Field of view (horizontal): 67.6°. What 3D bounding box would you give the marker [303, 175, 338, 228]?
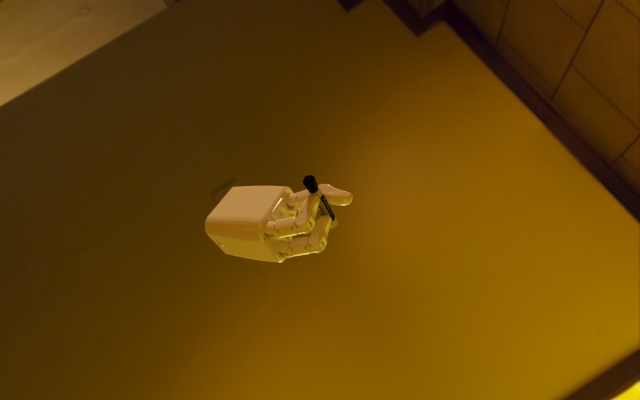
[{"bbox_3d":[0.000,0.002,0.732,0.020,0.020,0.121,0,-36,23],"label":"marker"}]
